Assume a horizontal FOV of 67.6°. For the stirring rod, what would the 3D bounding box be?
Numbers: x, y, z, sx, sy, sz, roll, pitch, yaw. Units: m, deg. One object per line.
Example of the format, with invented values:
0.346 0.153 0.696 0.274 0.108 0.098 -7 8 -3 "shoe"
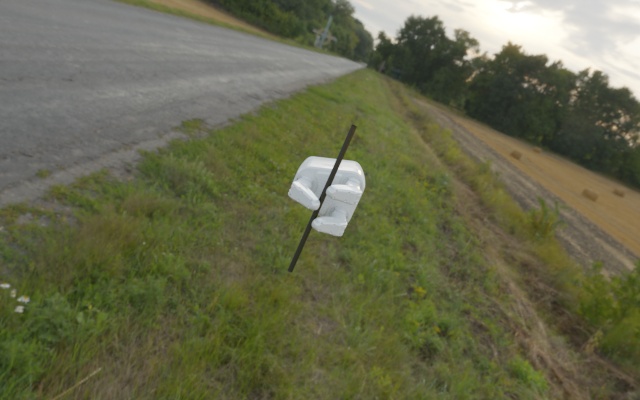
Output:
0.000 0.002 0.693 0.011 0.239 0.011 22 17 -7 "stirring rod"
